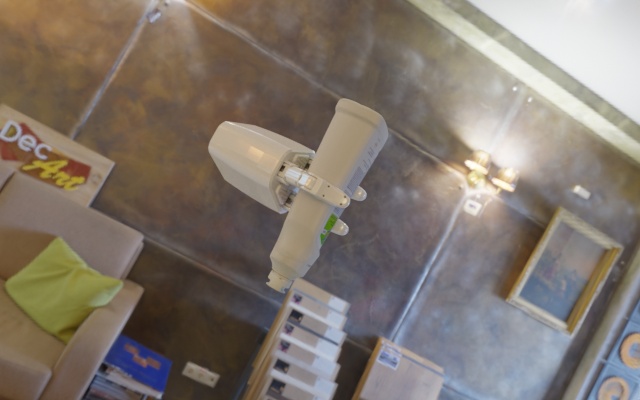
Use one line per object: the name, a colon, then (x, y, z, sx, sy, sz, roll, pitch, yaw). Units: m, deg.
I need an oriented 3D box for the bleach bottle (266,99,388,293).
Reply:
bleach bottle: (0.000, 0.002, 0.615, 0.068, 0.251, 0.102, 28, -3, 17)
